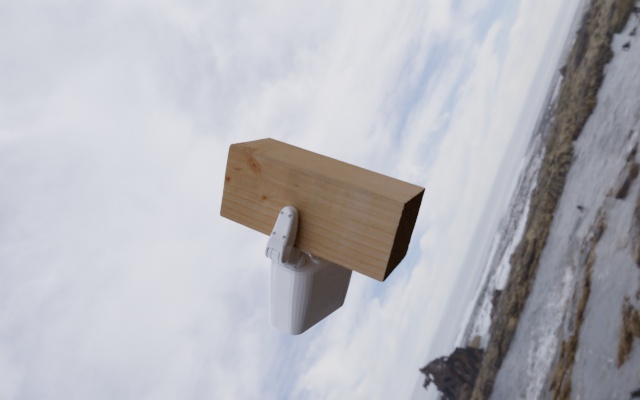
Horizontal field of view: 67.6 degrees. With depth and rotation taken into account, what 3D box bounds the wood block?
[{"bbox_3d":[0.000,0.002,0.542,0.206,0.090,0.091,20,20,20],"label":"wood block"}]
